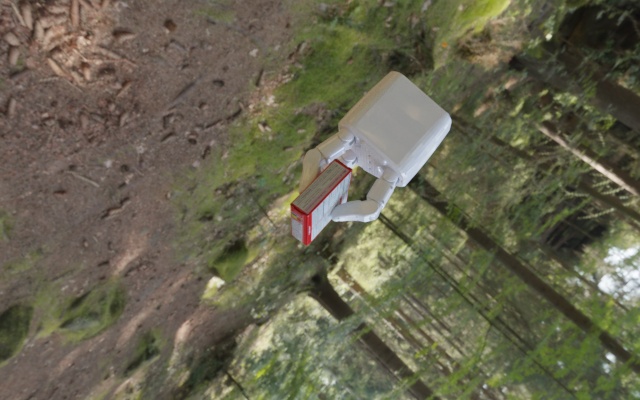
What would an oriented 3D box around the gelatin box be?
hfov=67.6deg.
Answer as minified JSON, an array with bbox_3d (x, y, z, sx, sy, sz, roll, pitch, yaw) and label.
[{"bbox_3d":[0.000,0.002,0.587,0.030,0.089,0.073,34,-28,18],"label":"gelatin box"}]
